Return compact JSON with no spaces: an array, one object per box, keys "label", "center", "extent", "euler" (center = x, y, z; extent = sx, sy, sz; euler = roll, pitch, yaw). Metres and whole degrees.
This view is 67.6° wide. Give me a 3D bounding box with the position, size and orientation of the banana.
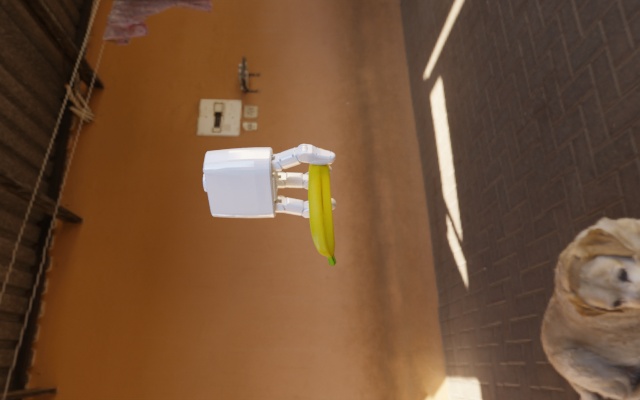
[{"label":"banana","center":[0.000,0.001,0.753],"extent":[0.037,0.197,0.070],"euler":[-4,-15,1]}]
